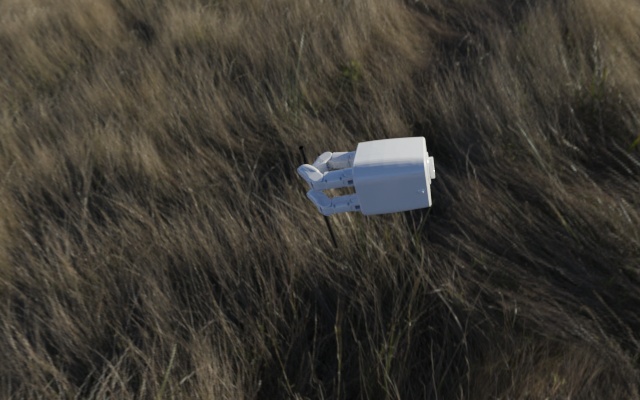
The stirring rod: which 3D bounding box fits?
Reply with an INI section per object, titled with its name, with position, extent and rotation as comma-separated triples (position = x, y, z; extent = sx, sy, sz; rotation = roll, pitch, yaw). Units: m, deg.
[stirring rod]
position = 0.000, 0.003, 0.806
extent = 0.011, 0.011, 0.240
rotation = 0, -43, 20
